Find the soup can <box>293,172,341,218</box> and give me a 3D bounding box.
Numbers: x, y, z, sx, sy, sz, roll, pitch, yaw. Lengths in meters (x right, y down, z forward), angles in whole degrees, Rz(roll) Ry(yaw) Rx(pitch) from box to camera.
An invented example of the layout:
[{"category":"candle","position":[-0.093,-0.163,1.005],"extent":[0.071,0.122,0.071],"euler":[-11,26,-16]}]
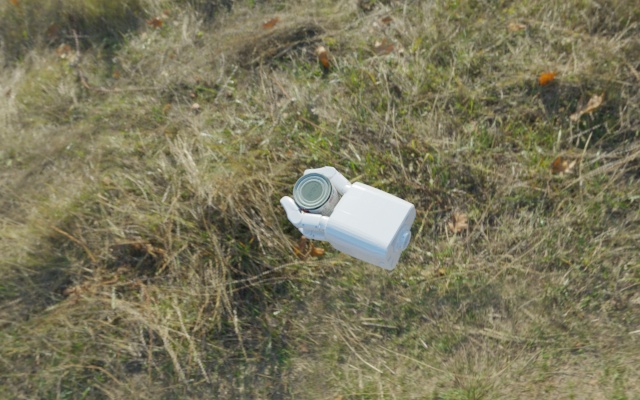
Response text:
[{"category":"soup can","position":[0.000,0.002,0.816],"extent":[0.068,0.068,0.102],"euler":[0,-22,18]}]
